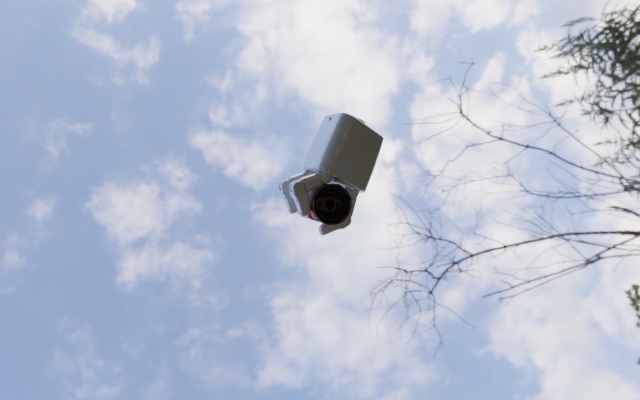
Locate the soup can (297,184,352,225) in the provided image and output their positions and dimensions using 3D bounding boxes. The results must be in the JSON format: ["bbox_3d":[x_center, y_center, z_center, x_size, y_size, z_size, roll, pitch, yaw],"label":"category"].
[{"bbox_3d":[0.000,0.003,0.818,0.068,0.068,0.102,0,4,-24],"label":"soup can"}]
